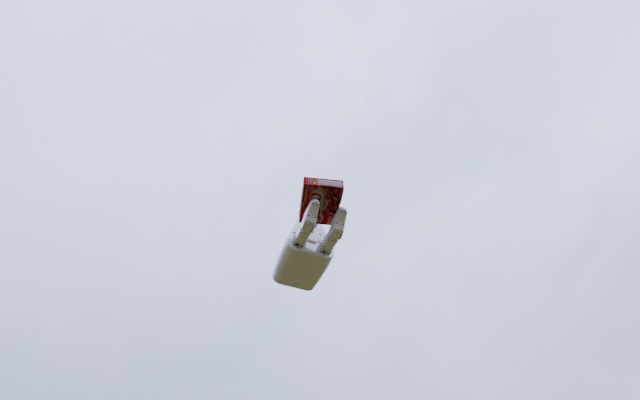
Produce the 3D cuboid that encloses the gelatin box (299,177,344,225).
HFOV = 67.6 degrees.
[{"bbox_3d":[0.000,0.002,0.882,0.073,0.089,0.030,6,34,-6],"label":"gelatin box"}]
